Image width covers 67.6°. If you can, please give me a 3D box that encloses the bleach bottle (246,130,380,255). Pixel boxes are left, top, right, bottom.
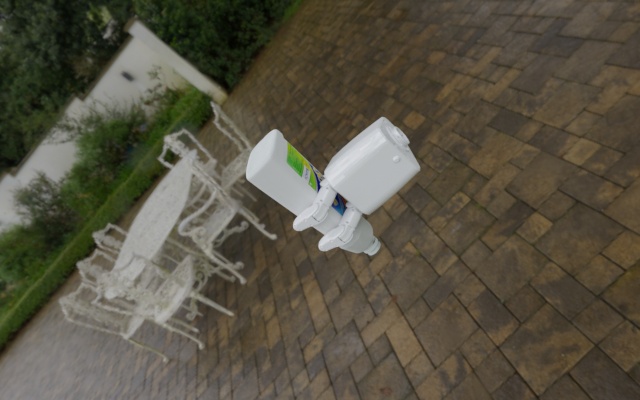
[{"bbox_3d":[0.000,0.003,0.753,0.251,0.068,0.102,39,25,-24],"label":"bleach bottle"}]
